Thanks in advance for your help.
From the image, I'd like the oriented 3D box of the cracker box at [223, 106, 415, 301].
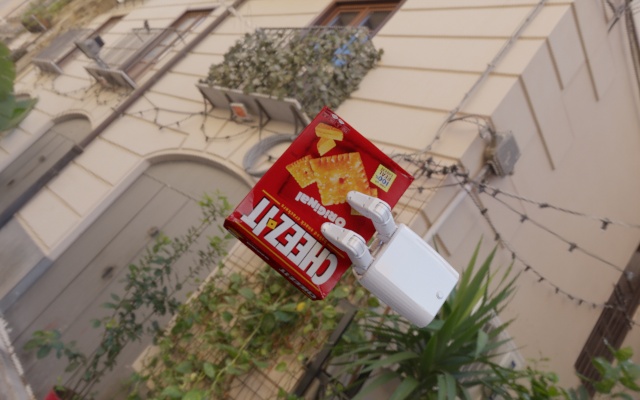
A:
[{"bbox_3d":[0.000,0.002,0.651,0.164,0.213,0.072,40,-18,-2],"label":"cracker box"}]
